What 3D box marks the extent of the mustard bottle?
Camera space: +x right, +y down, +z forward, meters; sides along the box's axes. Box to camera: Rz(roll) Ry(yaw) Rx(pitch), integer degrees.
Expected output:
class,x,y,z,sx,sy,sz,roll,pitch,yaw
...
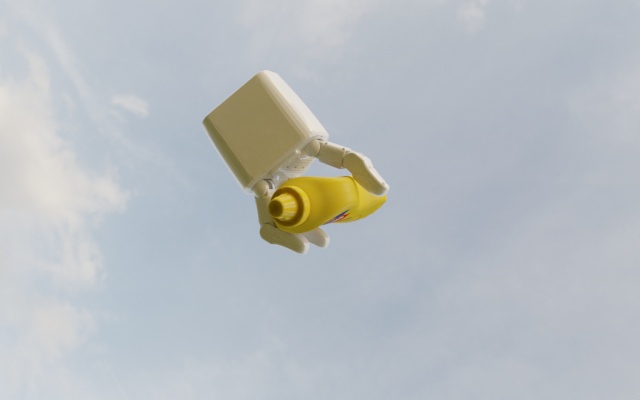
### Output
class,x,y,z,sx,sy,sz,roll,pitch,yaw
mustard bottle,0.000,0.002,0.535,0.096,0.058,0.191,-15,-4,26
